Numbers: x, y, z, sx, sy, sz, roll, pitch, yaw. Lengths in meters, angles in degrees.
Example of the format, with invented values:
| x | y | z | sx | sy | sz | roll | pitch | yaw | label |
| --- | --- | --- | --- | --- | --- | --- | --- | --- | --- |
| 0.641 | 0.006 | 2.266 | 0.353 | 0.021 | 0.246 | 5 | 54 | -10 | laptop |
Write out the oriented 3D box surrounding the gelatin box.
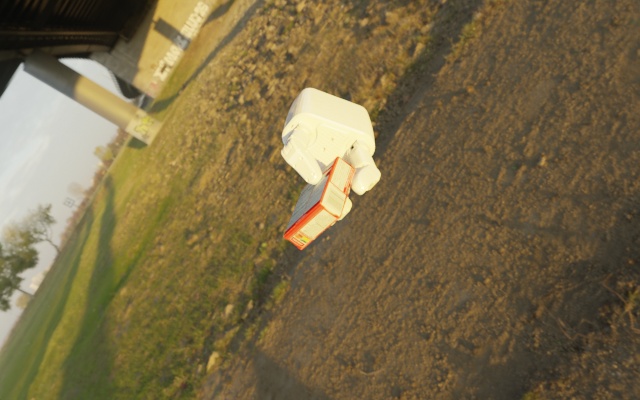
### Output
| x | y | z | sx | sy | sz | roll | pitch | yaw | label |
| --- | --- | --- | --- | --- | --- | --- | --- | --- | --- |
| 0.000 | 0.002 | 0.535 | 0.030 | 0.089 | 0.073 | 36 | -49 | -14 | gelatin box |
